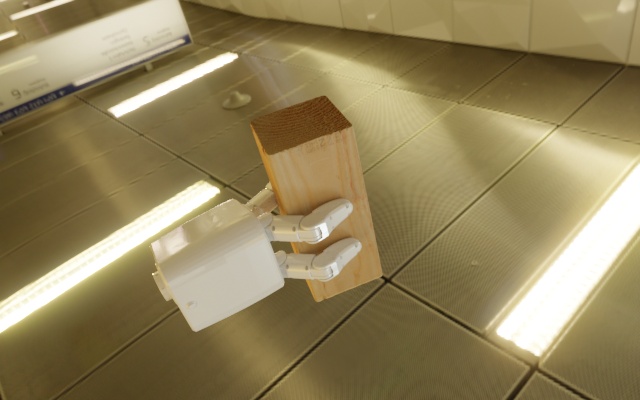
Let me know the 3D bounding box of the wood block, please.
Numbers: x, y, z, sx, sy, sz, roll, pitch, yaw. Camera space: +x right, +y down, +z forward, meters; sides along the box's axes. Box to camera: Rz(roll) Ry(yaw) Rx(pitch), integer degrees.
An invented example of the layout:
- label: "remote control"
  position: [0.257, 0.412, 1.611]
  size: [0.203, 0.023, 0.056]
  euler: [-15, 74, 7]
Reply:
- label: "wood block"
  position: [0.000, 0.002, 0.541]
  size: [0.090, 0.206, 0.090]
  euler: [-21, 36, -8]
